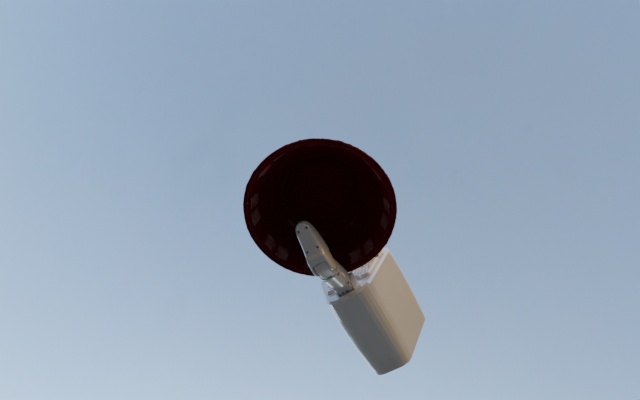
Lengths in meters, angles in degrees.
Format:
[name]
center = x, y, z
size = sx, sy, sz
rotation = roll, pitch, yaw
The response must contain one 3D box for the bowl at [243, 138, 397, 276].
[bowl]
center = 0.000, 0.000, 0.522
size = 0.162, 0.162, 0.055
rotation = 0, 26, 3
